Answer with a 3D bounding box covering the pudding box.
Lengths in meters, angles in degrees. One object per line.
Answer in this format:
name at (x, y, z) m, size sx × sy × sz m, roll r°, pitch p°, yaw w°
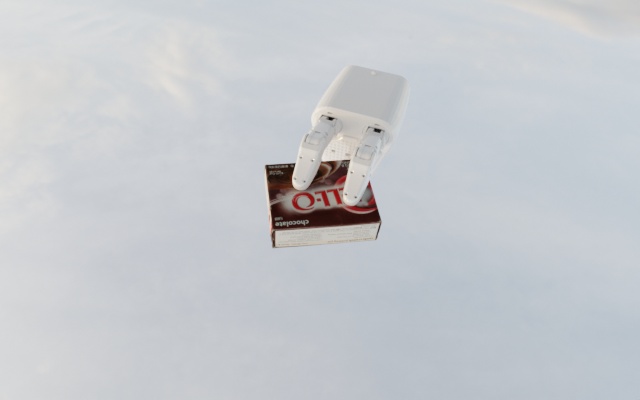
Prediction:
pudding box at (0.000, 0.002, 0.505) m, size 0.113 × 0.090 × 0.039 m, roll -6°, pitch -41°, yaw -7°
